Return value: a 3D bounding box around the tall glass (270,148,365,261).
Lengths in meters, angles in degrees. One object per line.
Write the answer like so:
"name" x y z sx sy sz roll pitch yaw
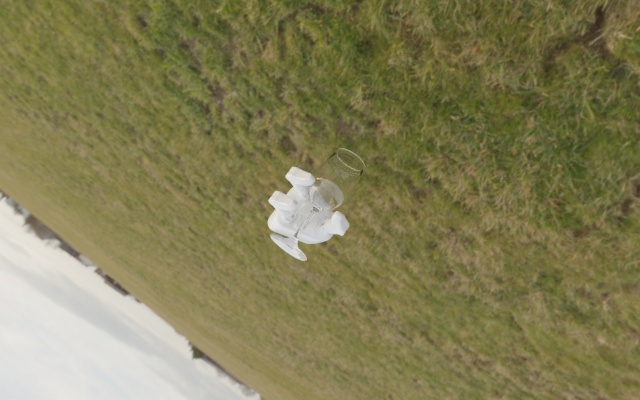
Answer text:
"tall glass" 0.000 0.003 0.835 0.079 0.201 0.079 32 -19 12
